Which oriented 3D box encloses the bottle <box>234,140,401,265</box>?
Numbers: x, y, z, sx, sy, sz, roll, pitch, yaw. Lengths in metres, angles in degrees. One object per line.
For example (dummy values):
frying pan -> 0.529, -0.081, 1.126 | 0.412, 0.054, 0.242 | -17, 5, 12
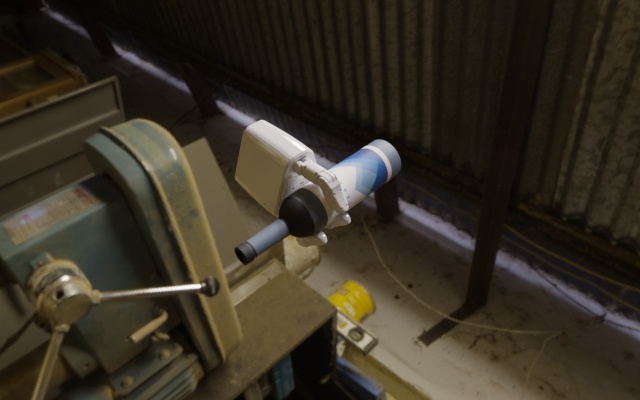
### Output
bottle -> 0.000, 0.002, 0.697 | 0.295, 0.069, 0.069 | -34, 19, -31
